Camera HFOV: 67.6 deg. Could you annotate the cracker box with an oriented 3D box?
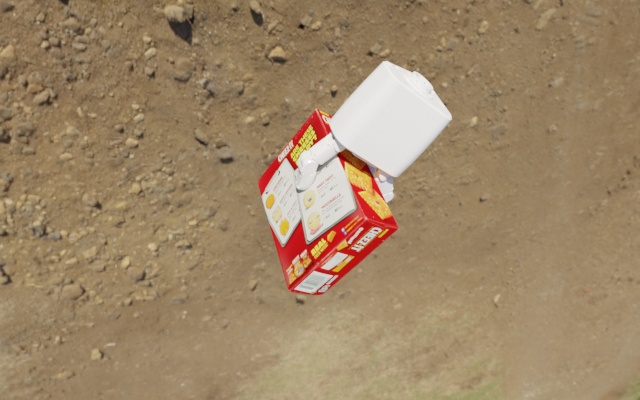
[{"bbox_3d":[0.000,0.002,0.685,0.072,0.213,0.164,18,-53,-38],"label":"cracker box"}]
